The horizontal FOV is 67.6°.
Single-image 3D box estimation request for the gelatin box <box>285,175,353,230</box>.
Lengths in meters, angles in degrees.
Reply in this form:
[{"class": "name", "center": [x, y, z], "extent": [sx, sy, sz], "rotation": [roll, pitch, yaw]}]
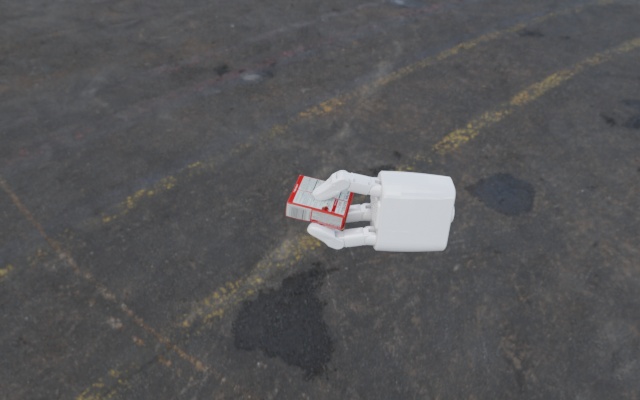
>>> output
[{"class": "gelatin box", "center": [0.000, 0.002, 0.712], "extent": [0.089, 0.030, 0.073], "rotation": [14, 39, 5]}]
